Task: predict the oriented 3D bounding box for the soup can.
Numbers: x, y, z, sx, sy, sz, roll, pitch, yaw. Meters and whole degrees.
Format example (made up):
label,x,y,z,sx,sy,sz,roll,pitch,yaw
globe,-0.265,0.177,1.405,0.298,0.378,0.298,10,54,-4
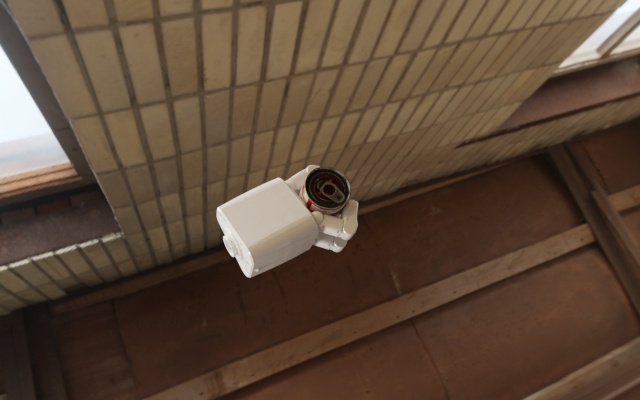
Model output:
label,x,y,z,sx,sy,sz,roll,pitch,yaw
soup can,0.000,0.002,0.721,0.068,0.068,0.102,0,-25,-14
